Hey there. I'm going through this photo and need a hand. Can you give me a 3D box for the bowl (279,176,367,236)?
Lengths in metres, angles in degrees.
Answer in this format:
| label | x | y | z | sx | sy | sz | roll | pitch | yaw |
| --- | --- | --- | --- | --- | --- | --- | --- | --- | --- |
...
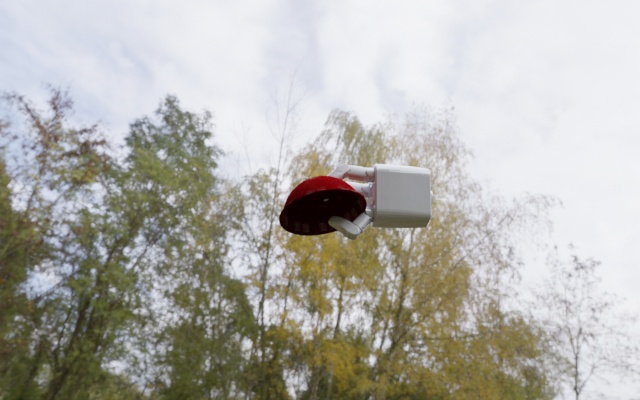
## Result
| label | x | y | z | sx | sy | sz | roll | pitch | yaw |
| --- | --- | --- | --- | --- | --- | --- | --- | --- | --- |
| bowl | -0.001 | 0.002 | 0.869 | 0.162 | 0.055 | 0.162 | -10 | -30 | -6 |
